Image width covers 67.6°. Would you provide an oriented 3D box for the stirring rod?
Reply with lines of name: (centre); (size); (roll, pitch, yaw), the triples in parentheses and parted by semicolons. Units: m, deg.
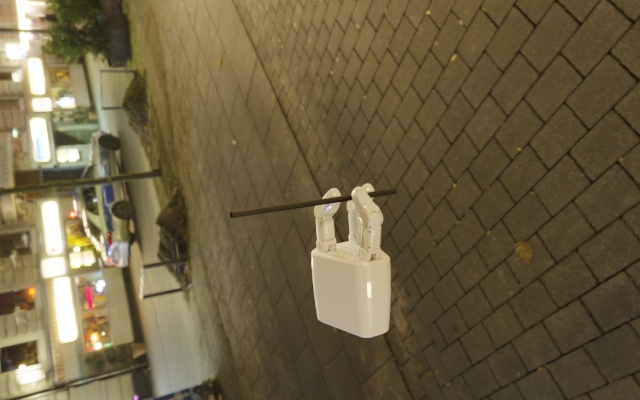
stirring rod: (0.000, 0.002, 0.621); (0.239, 0.011, 0.011); (-8, 4, -27)
